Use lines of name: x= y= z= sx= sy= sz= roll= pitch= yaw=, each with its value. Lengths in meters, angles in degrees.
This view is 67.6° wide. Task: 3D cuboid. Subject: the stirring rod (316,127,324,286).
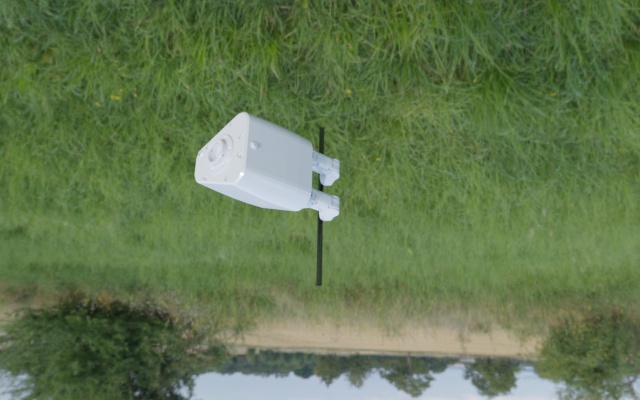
stirring rod: x=0.000 y=0.002 z=0.690 sx=0.011 sy=0.239 sz=0.011 roll=1 pitch=-20 yaw=0
